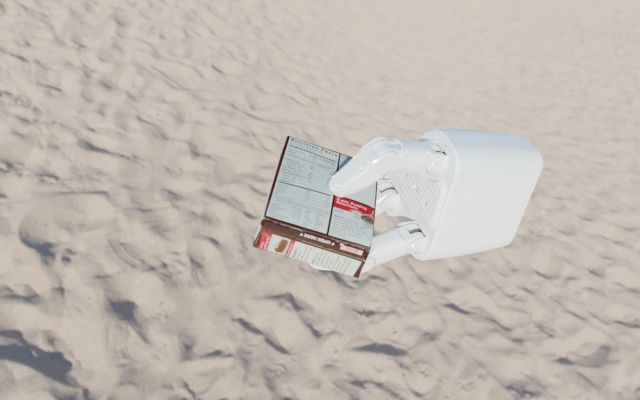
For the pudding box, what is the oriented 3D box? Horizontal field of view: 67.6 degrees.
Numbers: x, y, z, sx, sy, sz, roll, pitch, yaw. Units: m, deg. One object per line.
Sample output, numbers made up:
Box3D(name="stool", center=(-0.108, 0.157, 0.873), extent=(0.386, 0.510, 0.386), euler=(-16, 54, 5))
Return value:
Box3D(name="pudding box", center=(0.000, 0.001, 0.403), extent=(0.090, 0.039, 0.113), euler=(17, 40, -5))
